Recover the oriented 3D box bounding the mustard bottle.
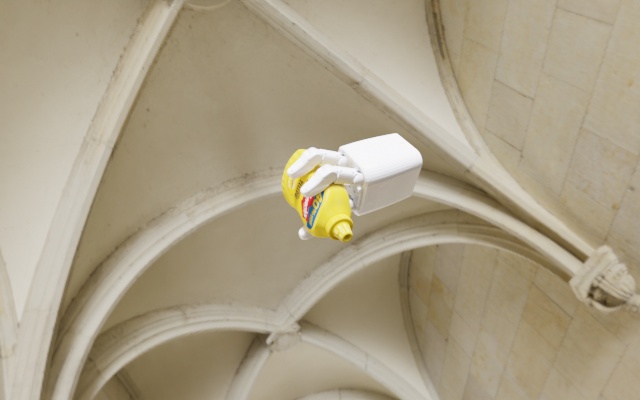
[{"bbox_3d":[0.000,0.002,0.754,0.058,0.096,0.191,5,30,-32],"label":"mustard bottle"}]
